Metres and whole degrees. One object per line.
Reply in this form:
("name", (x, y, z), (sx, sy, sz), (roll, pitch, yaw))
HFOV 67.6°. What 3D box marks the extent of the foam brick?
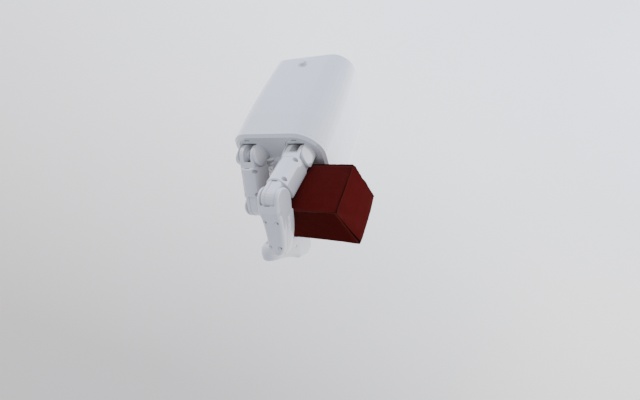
("foam brick", (0.000, 0.002, 0.430), (0.078, 0.051, 0.053), (4, -31, 33))
